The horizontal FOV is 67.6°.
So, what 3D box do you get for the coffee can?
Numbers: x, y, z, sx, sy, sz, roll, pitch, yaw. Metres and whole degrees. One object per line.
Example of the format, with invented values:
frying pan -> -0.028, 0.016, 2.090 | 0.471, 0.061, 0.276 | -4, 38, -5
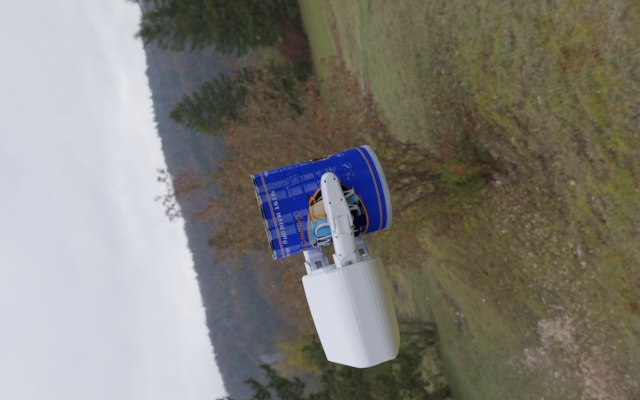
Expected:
coffee can -> 0.000, 0.002, 0.557 | 0.140, 0.103, 0.103 | -15, 2, -7
